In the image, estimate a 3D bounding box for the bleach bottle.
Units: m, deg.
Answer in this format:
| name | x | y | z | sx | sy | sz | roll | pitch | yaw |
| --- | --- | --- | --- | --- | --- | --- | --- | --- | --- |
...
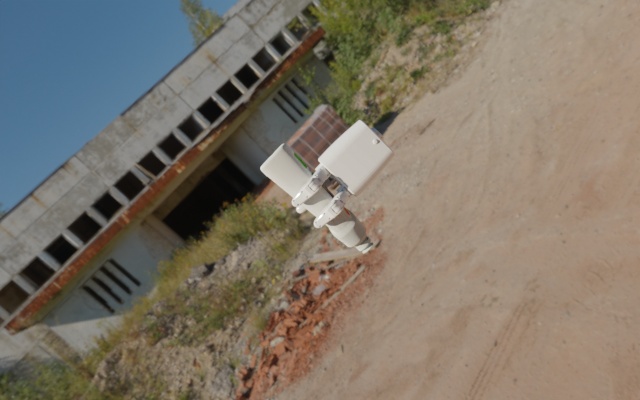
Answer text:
| name | x | y | z | sx | sy | sz | roll | pitch | yaw |
| --- | --- | --- | --- | --- | --- | --- | --- | --- | --- |
| bleach bottle | 0.000 | 0.003 | 0.893 | 0.251 | 0.068 | 0.102 | 44 | 3 | -9 |
